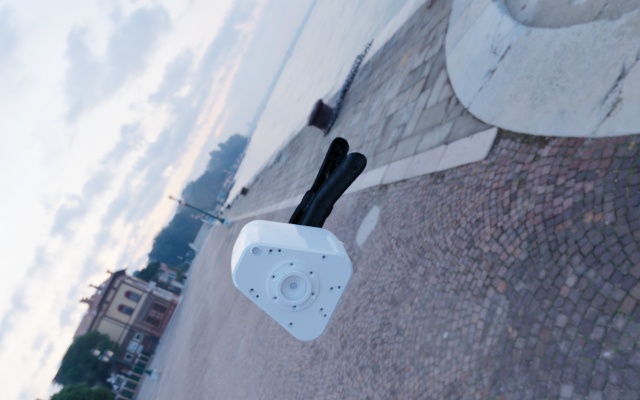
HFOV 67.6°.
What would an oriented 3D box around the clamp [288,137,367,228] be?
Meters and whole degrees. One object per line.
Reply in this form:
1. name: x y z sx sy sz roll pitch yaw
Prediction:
1. clamp: -0.001 0.002 0.575 0.039 0.171 0.120 26 2 -9
